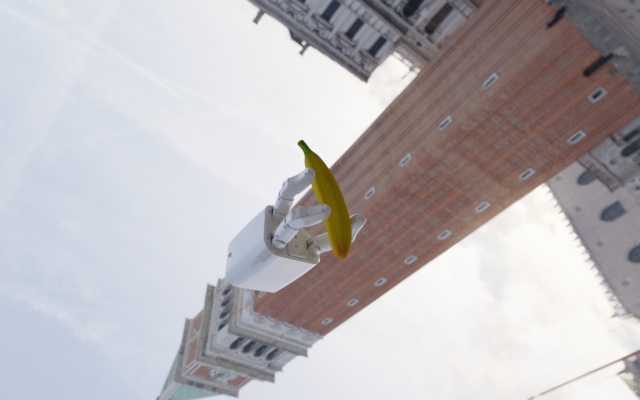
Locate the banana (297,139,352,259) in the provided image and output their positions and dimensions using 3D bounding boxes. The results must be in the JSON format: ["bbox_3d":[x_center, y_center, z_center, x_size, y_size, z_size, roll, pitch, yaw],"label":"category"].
[{"bbox_3d":[0.010,0.003,0.705,0.037,0.197,0.069,-35,-29,25],"label":"banana"}]
